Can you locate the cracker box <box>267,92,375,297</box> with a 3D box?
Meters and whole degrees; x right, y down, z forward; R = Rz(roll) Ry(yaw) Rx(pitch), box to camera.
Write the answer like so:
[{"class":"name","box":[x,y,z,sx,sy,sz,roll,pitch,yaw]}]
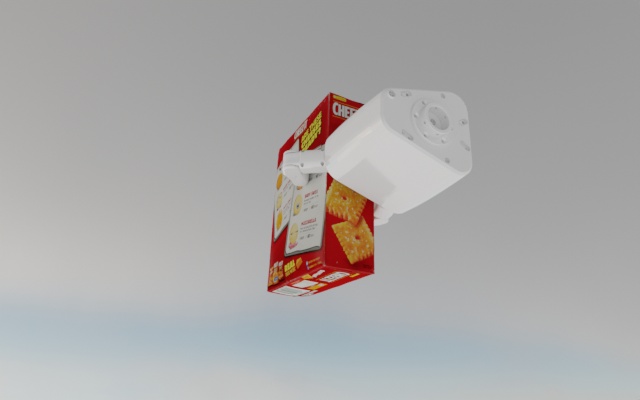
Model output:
[{"class":"cracker box","box":[0.000,0.002,0.602,0.072,0.213,0.164,14,-25,-24]}]
